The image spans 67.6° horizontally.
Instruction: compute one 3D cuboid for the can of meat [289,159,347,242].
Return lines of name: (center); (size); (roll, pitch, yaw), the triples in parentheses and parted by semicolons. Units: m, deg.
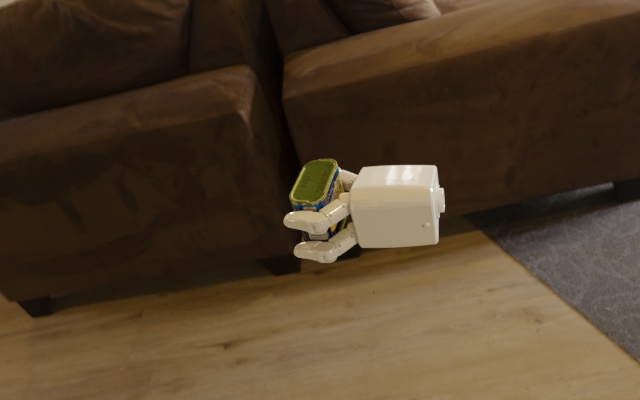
can of meat: (0.000, 0.002, 0.679); (0.057, 0.084, 0.102); (0, 41, 20)
